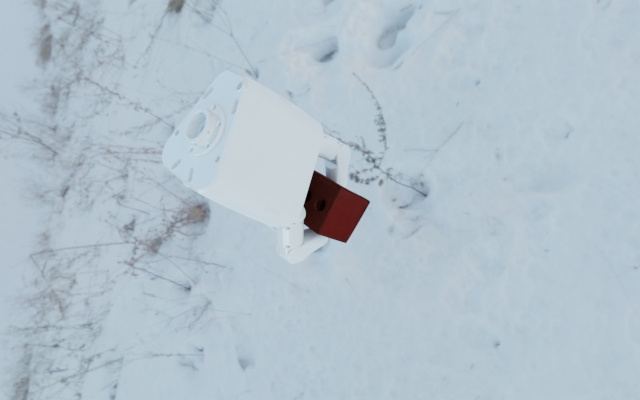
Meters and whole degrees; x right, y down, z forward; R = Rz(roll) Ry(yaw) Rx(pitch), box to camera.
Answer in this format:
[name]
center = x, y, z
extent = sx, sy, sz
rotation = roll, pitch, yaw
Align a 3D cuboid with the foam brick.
[foam brick]
center = 0.000, 0.002, 0.501
extent = 0.078, 0.053, 0.051
rotation = 31, 5, 40
